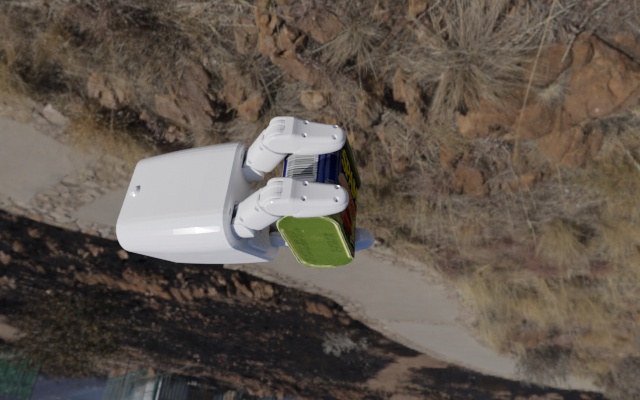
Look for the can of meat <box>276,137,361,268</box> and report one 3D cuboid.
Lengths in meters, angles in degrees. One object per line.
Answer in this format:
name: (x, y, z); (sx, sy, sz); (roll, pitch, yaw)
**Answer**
can of meat: (0.000, 0.002, 0.414); (0.057, 0.084, 0.102); (-3, -32, 14)
